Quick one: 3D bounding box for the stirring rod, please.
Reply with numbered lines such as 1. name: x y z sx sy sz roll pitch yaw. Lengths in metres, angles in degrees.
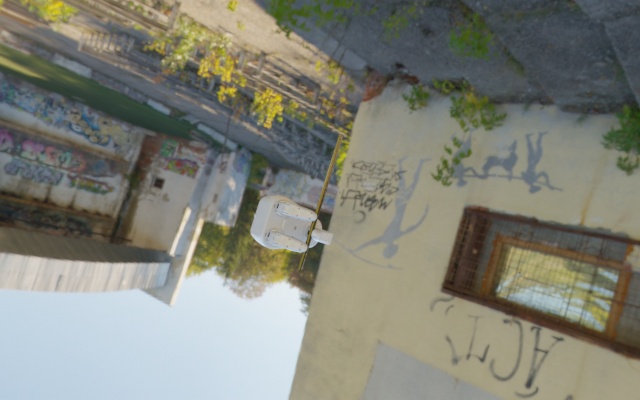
1. stirring rod: 0.000 0.003 0.813 0.011 0.239 0.011 17 -4 1
